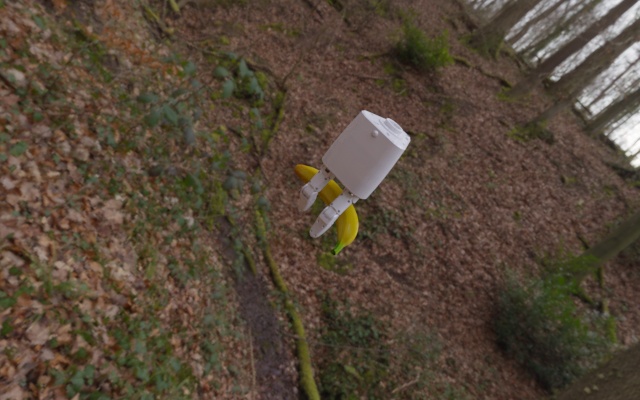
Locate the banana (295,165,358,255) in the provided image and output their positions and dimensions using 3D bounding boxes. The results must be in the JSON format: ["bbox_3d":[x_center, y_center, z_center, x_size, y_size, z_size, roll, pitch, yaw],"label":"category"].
[{"bbox_3d":[0.018,0.004,0.827,0.069,0.197,0.037,-4,-41,-28],"label":"banana"}]
